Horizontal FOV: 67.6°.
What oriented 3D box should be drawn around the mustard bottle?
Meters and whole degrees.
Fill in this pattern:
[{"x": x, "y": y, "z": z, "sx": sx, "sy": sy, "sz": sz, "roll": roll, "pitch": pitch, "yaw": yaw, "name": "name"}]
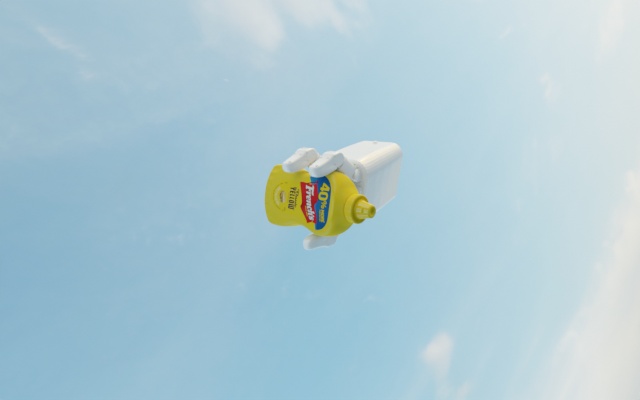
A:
[{"x": 0.000, "y": 0.002, "z": 0.699, "sx": 0.191, "sy": 0.096, "sz": 0.058, "roll": 11, "pitch": 4, "yaw": 42, "name": "mustard bottle"}]
